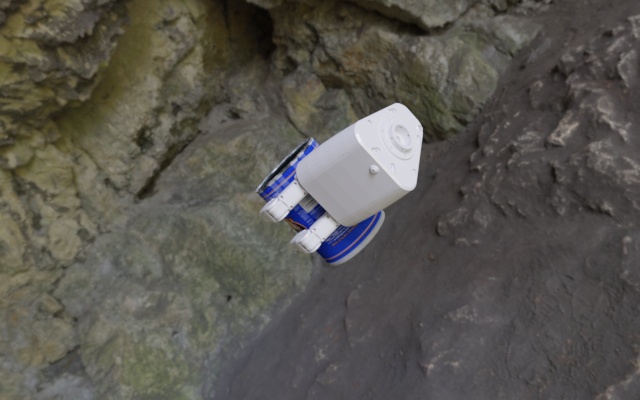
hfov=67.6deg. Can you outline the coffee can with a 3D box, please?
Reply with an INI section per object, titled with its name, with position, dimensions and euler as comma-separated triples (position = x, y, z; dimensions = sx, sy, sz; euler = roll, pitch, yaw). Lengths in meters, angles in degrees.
[coffee can]
position = 0.000, 0.002, 0.627
dimensions = 0.140, 0.103, 0.103
euler = 45, -11, -11
